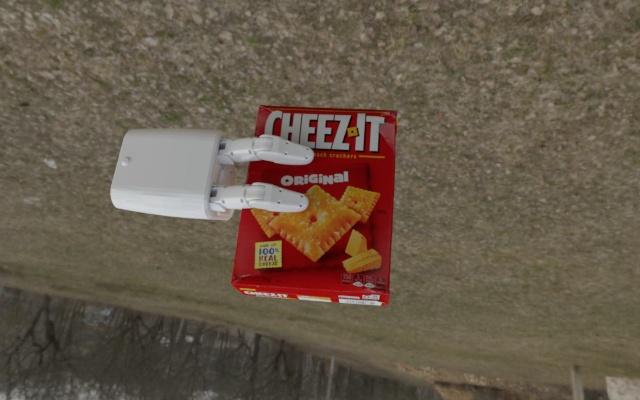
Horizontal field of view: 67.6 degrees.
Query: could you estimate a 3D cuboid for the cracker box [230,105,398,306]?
[{"bbox_3d":[0.000,0.002,0.535,0.164,0.213,0.072,4,-20,6],"label":"cracker box"}]
